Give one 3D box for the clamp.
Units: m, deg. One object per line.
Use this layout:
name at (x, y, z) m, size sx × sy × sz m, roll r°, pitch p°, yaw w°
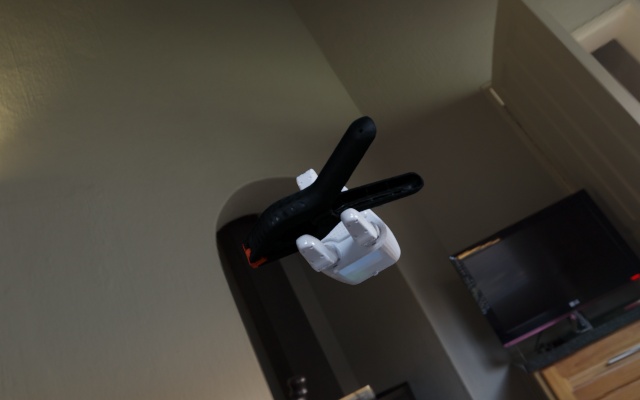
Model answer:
clamp at (-0.001, 0.001, 0.497) m, size 0.210 × 0.036 × 0.165 m, roll -31°, pitch -30°, yaw 9°
